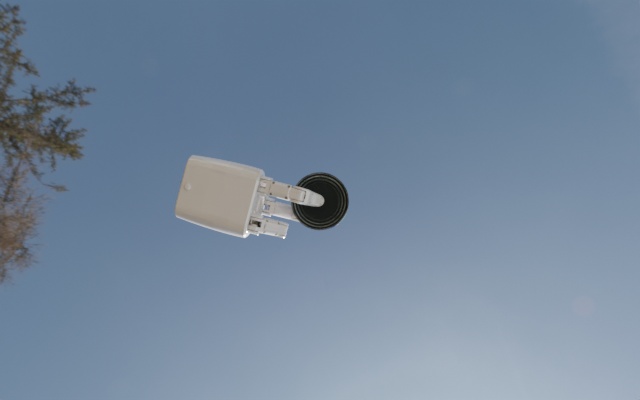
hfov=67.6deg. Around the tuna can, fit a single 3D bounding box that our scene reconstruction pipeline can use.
[{"bbox_3d":[0.000,0.002,0.718,0.086,0.086,0.034,0,-5,4],"label":"tuna can"}]
